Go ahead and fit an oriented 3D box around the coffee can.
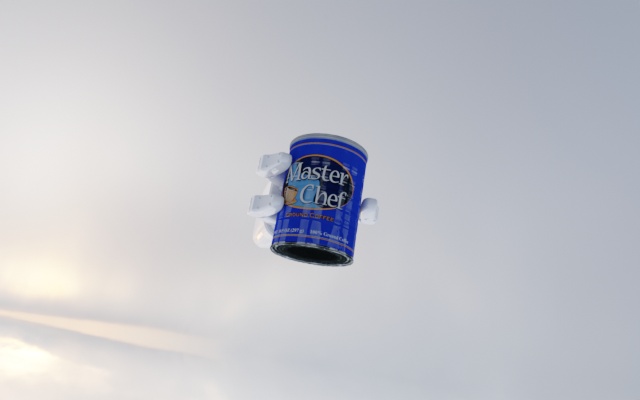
[{"bbox_3d":[0.000,0.002,0.595,0.103,0.140,0.103,9,-19,3],"label":"coffee can"}]
